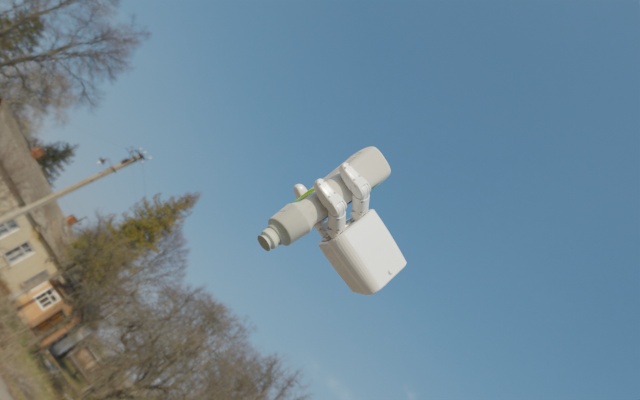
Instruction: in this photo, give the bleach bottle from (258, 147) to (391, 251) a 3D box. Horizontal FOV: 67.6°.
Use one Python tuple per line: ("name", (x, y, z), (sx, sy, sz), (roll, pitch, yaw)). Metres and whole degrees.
("bleach bottle", (0.000, 0.002, 0.769), (0.250, 0.068, 0.102), (-36, 3, -31))
